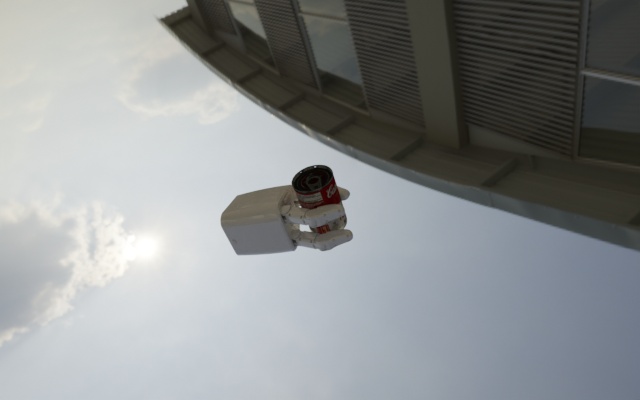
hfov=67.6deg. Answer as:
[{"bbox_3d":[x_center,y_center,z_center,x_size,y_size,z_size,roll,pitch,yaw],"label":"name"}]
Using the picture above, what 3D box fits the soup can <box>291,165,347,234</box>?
[{"bbox_3d":[0.001,0.003,0.775,0.068,0.102,0.068,-12,38,10],"label":"soup can"}]
